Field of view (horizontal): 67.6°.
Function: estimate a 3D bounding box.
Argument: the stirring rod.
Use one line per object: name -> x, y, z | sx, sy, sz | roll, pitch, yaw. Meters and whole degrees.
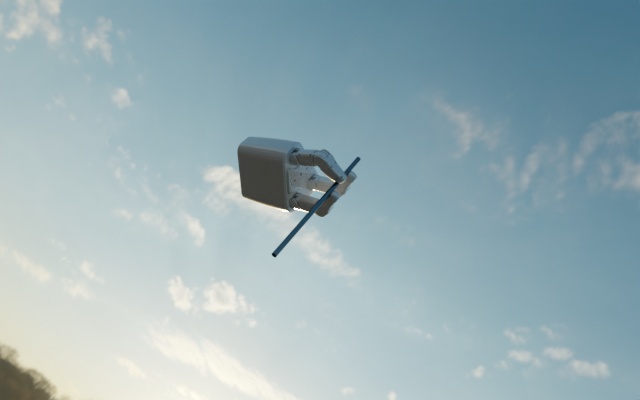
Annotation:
stirring rod -> 0.000, 0.002, 0.714 | 0.011, 0.011, 0.239 | 0, 36, 40
